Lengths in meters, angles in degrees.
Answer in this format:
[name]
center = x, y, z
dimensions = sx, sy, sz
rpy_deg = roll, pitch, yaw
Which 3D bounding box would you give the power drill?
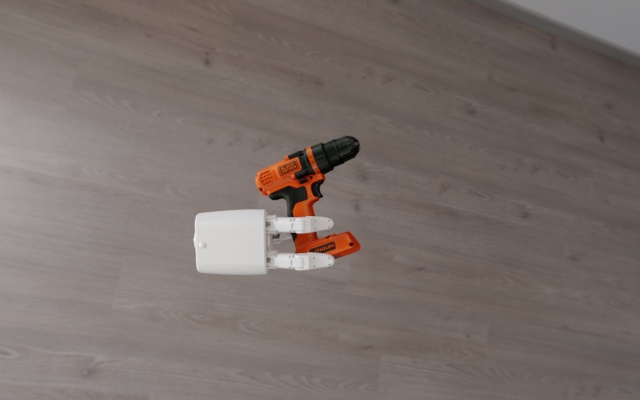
[power drill]
center = 0.000, 0.003, 0.772
dimensions = 0.184, 0.187, 0.057
rpy_deg = -23, -17, 13
